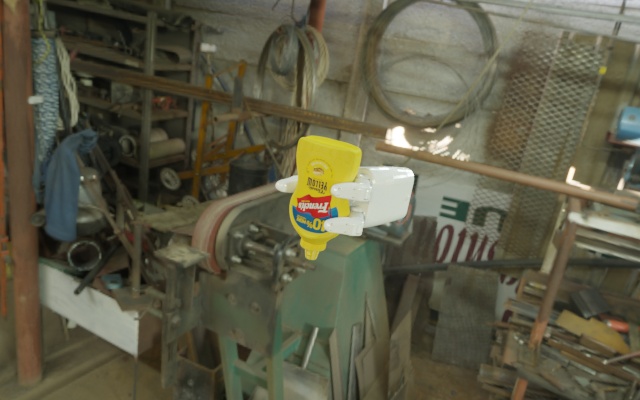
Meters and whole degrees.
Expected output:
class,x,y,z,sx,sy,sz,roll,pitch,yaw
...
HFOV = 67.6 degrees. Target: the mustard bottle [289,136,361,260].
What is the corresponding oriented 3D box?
class,x,y,z,sx,sy,sz,roll,pitch,yaw
mustard bottle,0.000,0.002,0.738,0.096,0.192,0.058,17,20,21
